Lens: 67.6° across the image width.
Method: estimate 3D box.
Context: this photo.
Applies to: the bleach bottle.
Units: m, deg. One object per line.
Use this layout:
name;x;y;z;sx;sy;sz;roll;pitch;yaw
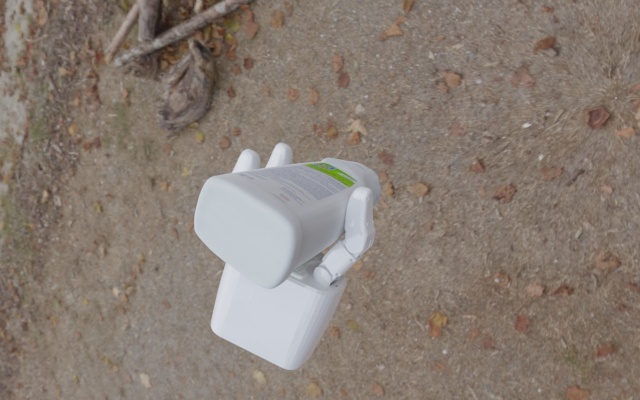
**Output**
bleach bottle;0.000;0.001;0.472;0.102;0.068;0.251;32;25;22
